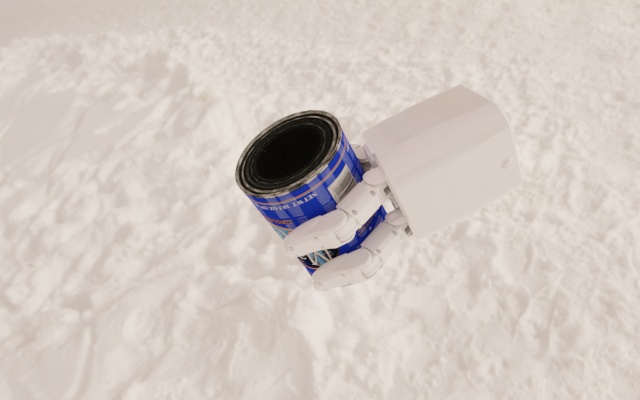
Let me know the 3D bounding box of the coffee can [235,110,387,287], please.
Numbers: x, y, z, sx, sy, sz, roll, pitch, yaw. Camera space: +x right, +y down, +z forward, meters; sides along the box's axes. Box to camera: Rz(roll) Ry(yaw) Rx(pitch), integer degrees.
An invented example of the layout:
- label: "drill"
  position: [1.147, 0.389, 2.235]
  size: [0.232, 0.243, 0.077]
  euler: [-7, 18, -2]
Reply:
- label: "coffee can"
  position: [0.000, 0.002, 0.451]
  size: [0.103, 0.102, 0.140]
  euler: [0, -39, 33]
